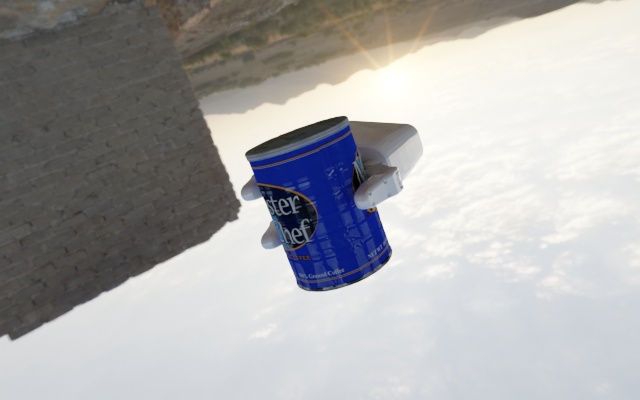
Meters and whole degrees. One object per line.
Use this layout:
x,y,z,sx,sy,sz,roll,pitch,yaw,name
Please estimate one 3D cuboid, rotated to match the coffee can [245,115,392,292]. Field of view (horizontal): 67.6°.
0.000,0.001,0.463,0.103,0.140,0.102,-19,14,5,coffee can
